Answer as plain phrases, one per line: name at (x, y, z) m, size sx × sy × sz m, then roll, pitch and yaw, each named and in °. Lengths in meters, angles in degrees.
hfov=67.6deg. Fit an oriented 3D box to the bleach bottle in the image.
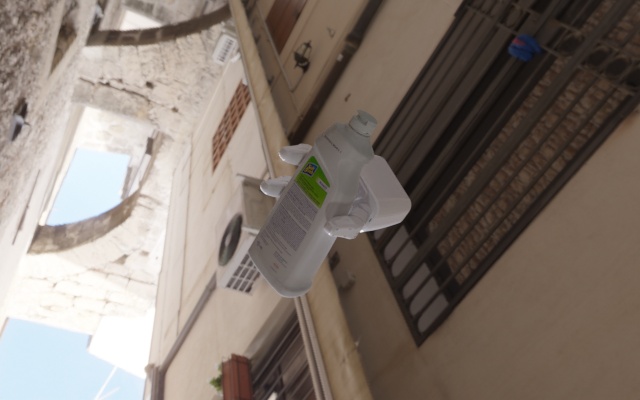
bleach bottle at (0.000, 0.002, 0.613) m, size 0.102 × 0.251 × 0.068 m, roll 46°, pitch 28°, yaw 27°
